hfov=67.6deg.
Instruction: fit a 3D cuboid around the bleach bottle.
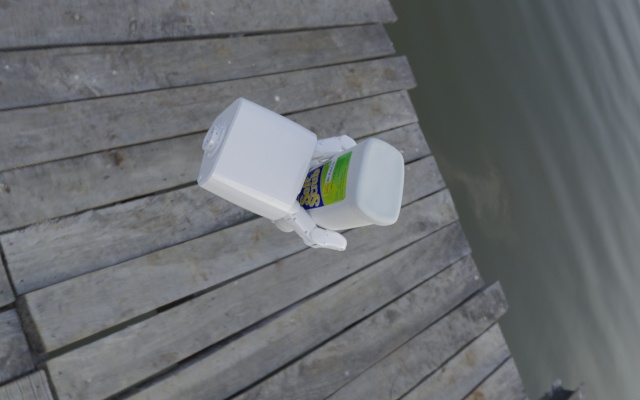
[{"bbox_3d":[0.000,0.002,0.635,0.068,0.102,0.251,24,-25,-28],"label":"bleach bottle"}]
